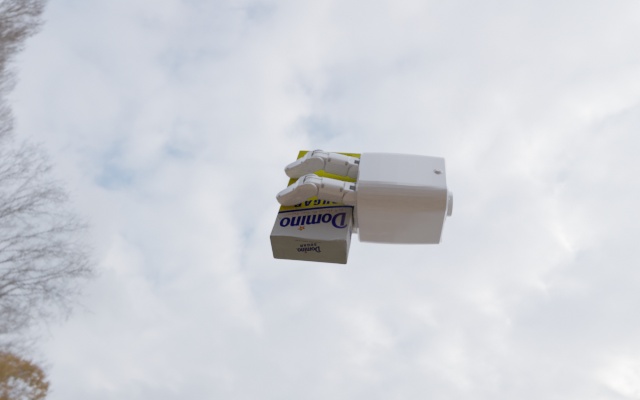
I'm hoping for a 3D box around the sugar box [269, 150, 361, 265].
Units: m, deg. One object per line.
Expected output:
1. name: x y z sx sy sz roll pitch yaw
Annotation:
1. sugar box: 0.000 0.002 0.619 0.093 0.048 0.176 3 39 9
